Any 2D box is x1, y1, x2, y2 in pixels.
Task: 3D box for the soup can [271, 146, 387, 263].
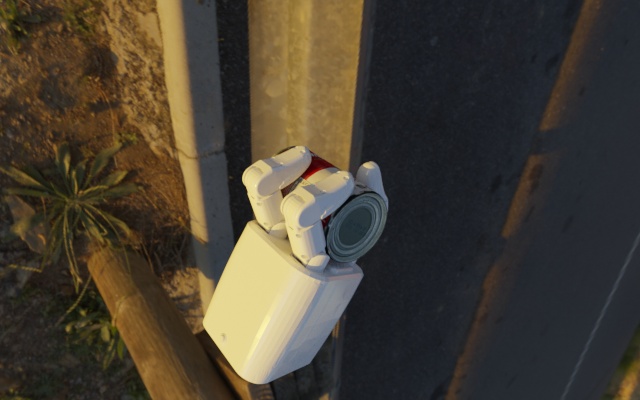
[{"bbox_3d":[0.001,0.001,0.420,0.068,0.068,0.102,0,26,-42],"label":"soup can"}]
